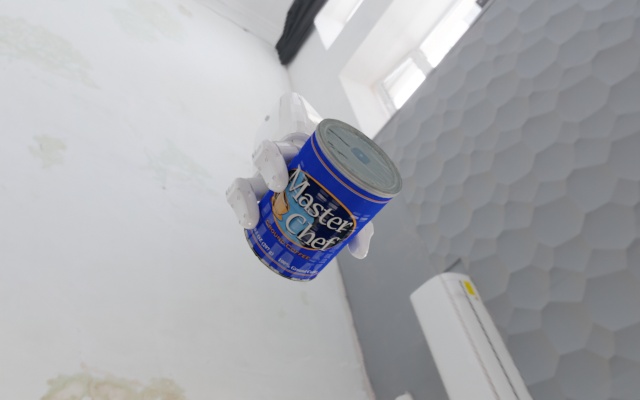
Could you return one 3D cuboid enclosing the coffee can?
[{"bbox_3d":[0.000,0.002,0.494,0.103,0.102,0.140,0,-42,-50],"label":"coffee can"}]
